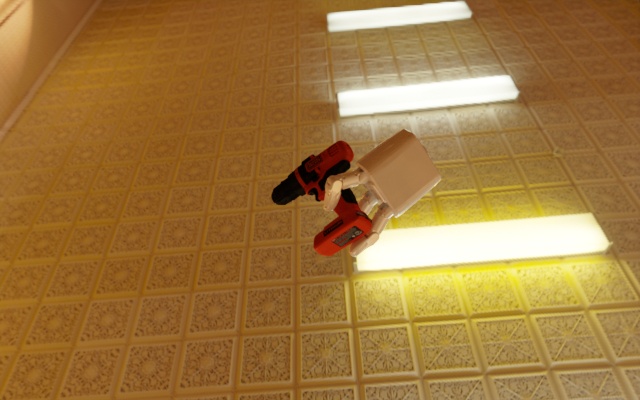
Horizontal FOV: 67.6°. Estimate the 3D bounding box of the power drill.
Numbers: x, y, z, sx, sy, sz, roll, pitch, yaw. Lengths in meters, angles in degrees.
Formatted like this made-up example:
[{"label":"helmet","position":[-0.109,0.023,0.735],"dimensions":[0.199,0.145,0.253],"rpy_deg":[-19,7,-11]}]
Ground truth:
[{"label":"power drill","position":[0.001,0.003,0.861],"dimensions":[0.184,0.187,0.057],"rpy_deg":[-35,-36,20]}]
